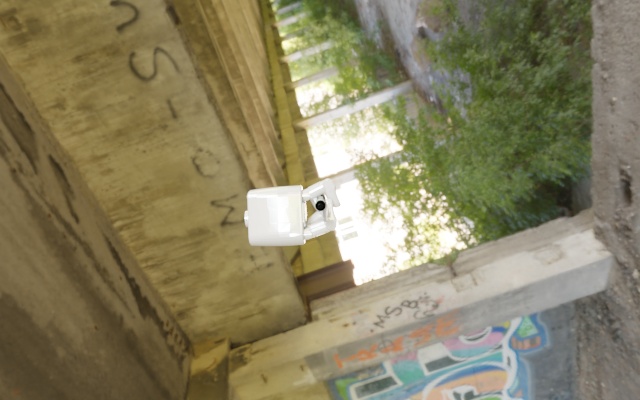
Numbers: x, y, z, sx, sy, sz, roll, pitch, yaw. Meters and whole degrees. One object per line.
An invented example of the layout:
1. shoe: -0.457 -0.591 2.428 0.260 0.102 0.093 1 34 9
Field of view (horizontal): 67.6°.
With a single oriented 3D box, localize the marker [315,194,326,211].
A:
1. marker: 0.000 0.003 0.890 0.020 0.020 0.121 0 7 0
